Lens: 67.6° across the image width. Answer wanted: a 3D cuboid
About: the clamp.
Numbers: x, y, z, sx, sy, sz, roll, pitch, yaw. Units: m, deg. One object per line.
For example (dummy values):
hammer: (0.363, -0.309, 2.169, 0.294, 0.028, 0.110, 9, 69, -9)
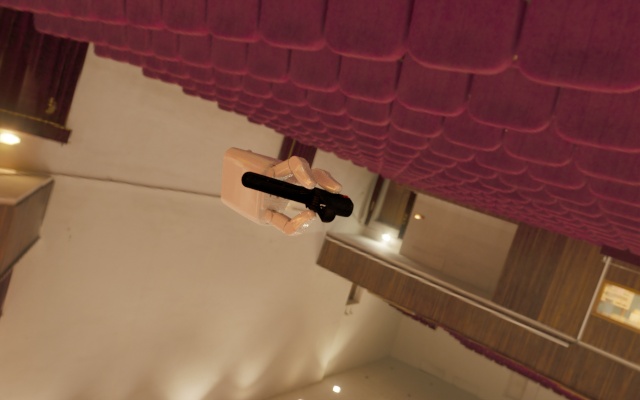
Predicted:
clamp: (0.000, 0.003, 0.747, 0.164, 0.036, 0.210, 26, 9, 36)
